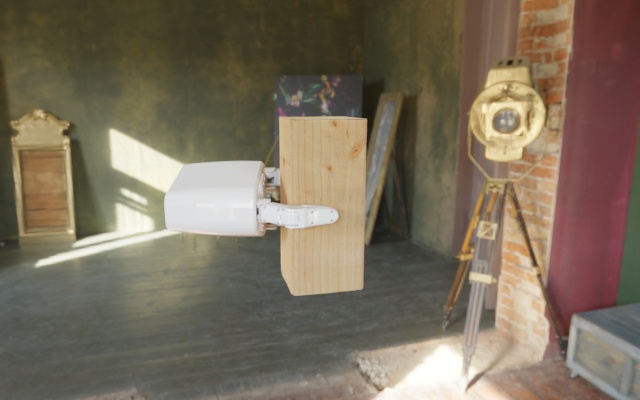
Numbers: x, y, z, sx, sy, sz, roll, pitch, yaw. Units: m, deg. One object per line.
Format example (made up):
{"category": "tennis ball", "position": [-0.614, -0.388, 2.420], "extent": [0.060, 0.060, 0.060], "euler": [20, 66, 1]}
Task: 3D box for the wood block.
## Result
{"category": "wood block", "position": [0.000, 0.002, 0.591], "extent": [0.090, 0.206, 0.091], "euler": [-3, 12, -13]}
